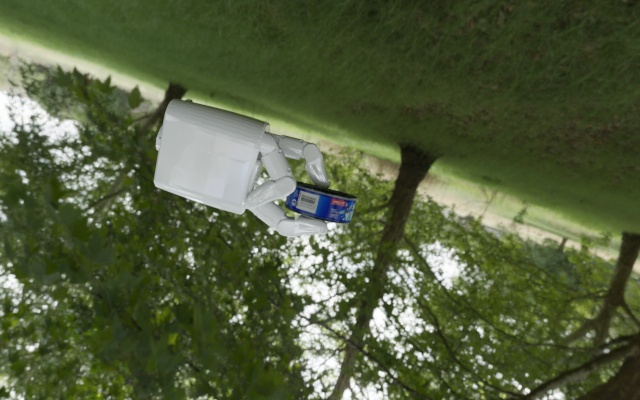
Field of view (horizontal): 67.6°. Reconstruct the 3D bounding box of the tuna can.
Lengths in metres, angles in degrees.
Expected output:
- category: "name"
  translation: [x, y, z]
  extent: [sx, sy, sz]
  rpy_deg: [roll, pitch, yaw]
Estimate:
- category: "tuna can"
  translation: [0.000, 0.003, 0.592]
  extent: [0.086, 0.034, 0.086]
  rpy_deg: [14, 6, -1]
